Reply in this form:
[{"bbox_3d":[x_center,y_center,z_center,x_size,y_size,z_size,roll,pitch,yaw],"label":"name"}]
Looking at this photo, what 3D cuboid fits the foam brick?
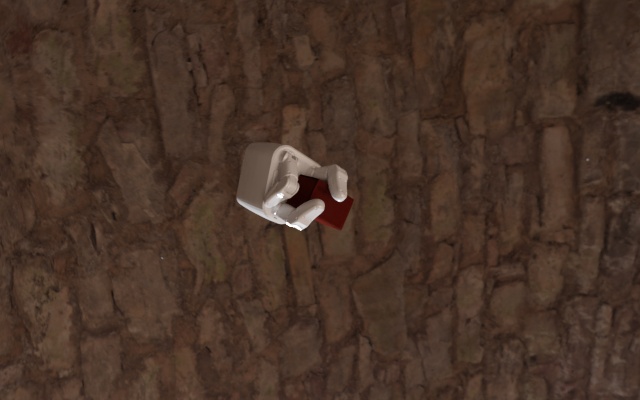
[{"bbox_3d":[0.000,0.003,0.709,0.078,0.053,0.051,30,-8,-35],"label":"foam brick"}]
